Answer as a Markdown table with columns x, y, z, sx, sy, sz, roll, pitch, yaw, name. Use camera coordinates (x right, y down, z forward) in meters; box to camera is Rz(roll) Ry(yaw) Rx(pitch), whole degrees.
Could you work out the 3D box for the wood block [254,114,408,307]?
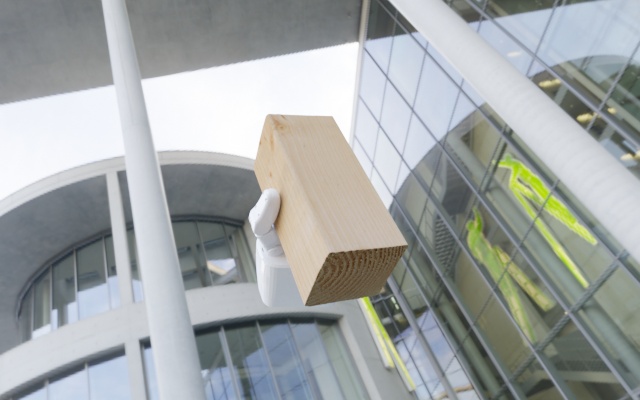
| x | y | z | sx | sy | sz | roll | pitch | yaw | name |
| --- | --- | --- | --- | --- | --- | --- | --- | --- | --- |
| 0.000 | 0.002 | 0.533 | 0.091 | 0.206 | 0.090 | -4 | -43 | -26 | wood block |
